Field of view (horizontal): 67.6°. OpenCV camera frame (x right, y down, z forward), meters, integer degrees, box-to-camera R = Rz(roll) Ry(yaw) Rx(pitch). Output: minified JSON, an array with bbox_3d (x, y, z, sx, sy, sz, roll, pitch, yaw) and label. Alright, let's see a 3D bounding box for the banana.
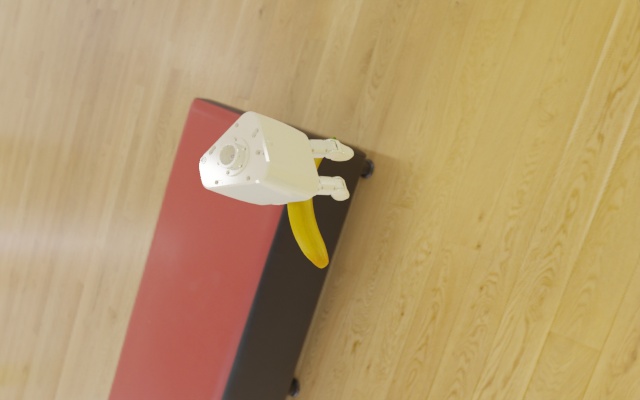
[{"bbox_3d":[-0.017,-0.001,0.703,0.069,0.197,0.037,0,-11,22],"label":"banana"}]
